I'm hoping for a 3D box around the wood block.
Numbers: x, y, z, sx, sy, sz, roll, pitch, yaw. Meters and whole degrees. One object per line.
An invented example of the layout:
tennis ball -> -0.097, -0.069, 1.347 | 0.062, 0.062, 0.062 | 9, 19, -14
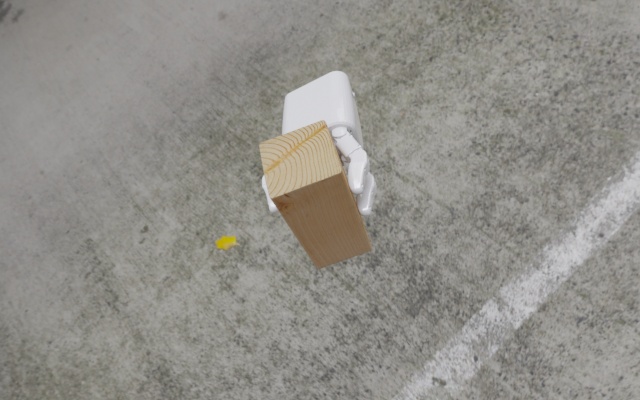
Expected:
wood block -> 0.000, 0.002, 0.650 | 0.091, 0.090, 0.206 | -20, -35, 5
